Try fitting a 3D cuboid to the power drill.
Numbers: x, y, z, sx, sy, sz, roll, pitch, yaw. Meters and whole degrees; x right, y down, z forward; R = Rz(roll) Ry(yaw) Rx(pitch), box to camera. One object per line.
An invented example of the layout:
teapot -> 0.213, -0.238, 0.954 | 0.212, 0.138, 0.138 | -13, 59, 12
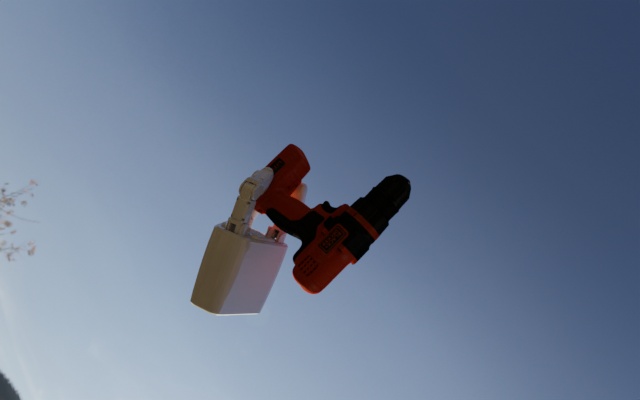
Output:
power drill -> 0.000, 0.002, 0.620 | 0.187, 0.184, 0.057 | 41, -7, 38
